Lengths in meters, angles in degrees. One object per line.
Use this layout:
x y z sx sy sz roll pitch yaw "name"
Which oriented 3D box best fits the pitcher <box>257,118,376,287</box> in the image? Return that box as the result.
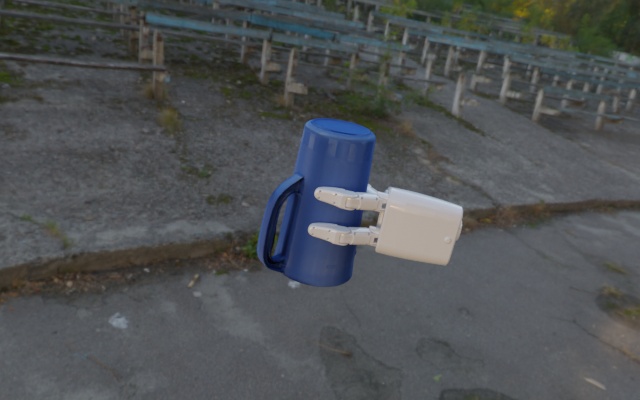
0.000 0.002 0.738 0.145 0.243 0.149 14 21 8 "pitcher"
